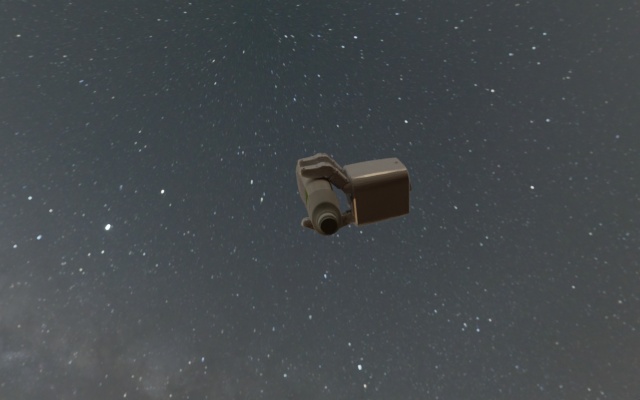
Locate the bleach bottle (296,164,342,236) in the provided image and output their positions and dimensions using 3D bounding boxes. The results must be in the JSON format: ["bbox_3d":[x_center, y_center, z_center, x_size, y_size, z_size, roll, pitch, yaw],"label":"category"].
[{"bbox_3d":[0.000,0.003,0.868,0.068,0.103,0.250,-13,22,-2],"label":"bleach bottle"}]
